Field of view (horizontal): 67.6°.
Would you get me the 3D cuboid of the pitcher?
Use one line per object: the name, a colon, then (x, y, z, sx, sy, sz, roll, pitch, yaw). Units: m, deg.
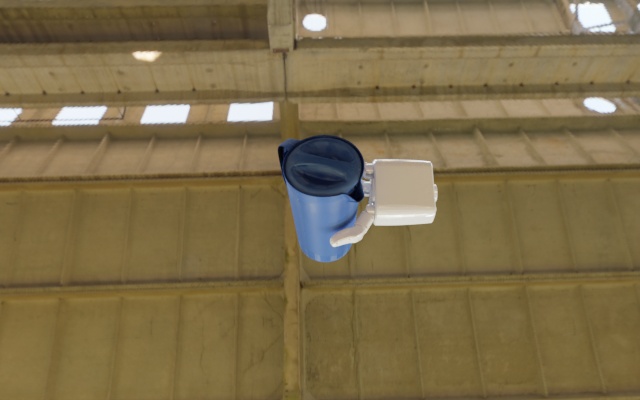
pitcher: (0.000, 0.003, 0.867, 0.145, 0.149, 0.243, -2, -36, 0)
